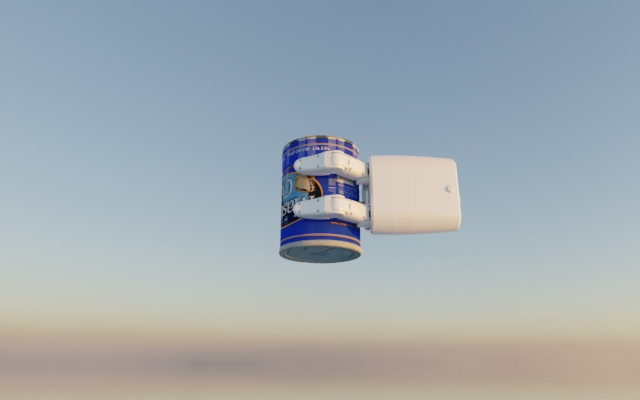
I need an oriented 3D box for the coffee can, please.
[{"bbox_3d":[0.000,0.002,0.613,0.103,0.140,0.103,0,-19,0],"label":"coffee can"}]
